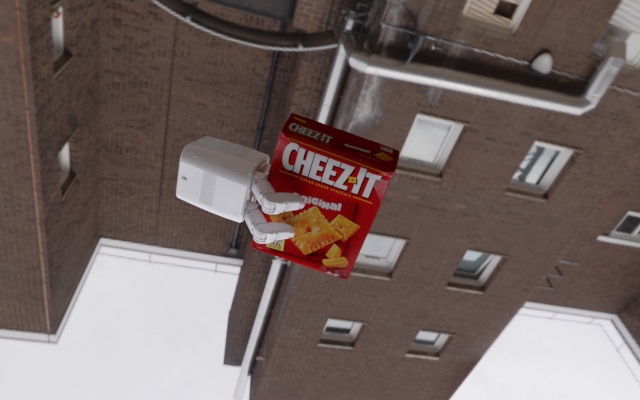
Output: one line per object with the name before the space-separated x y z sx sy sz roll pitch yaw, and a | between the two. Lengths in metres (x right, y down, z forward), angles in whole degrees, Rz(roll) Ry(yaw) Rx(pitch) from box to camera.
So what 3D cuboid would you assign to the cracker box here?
cracker box | 0.000 0.002 0.705 0.164 0.214 0.072 19 35 1
